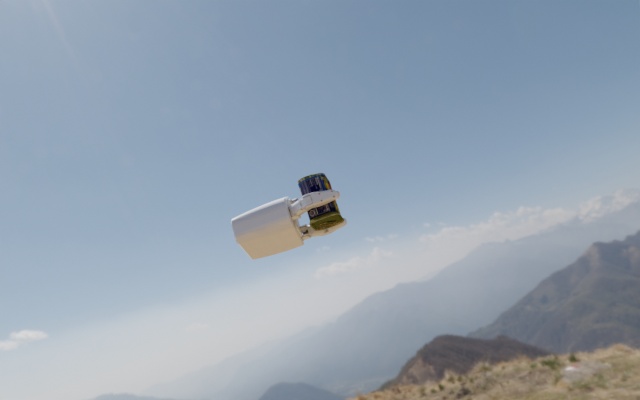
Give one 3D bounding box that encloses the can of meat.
[{"bbox_3d":[0.000,0.003,0.874,0.057,0.084,0.102,-20,-14,5],"label":"can of meat"}]
